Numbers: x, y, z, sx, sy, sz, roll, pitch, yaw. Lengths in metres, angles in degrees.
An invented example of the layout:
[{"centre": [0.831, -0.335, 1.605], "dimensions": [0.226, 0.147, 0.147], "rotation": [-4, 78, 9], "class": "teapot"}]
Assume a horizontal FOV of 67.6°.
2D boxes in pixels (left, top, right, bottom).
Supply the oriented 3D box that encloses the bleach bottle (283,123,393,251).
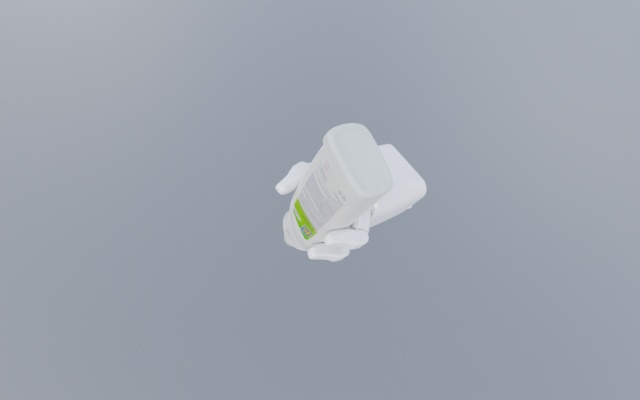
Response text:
[{"centre": [0.000, 0.002, 0.663], "dimensions": [0.068, 0.102, 0.251], "rotation": [-18, -15, -31], "class": "bleach bottle"}]
